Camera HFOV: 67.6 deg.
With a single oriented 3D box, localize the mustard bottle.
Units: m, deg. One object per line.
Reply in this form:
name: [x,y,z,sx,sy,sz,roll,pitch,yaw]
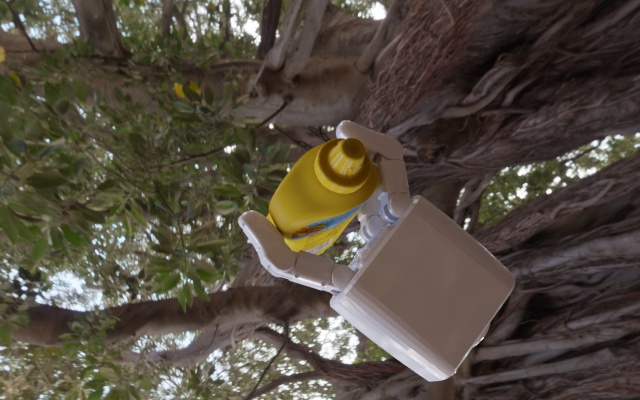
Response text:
mustard bottle: [0.000,0.001,0.412,0.096,0.058,0.192,-24,-14,-23]
